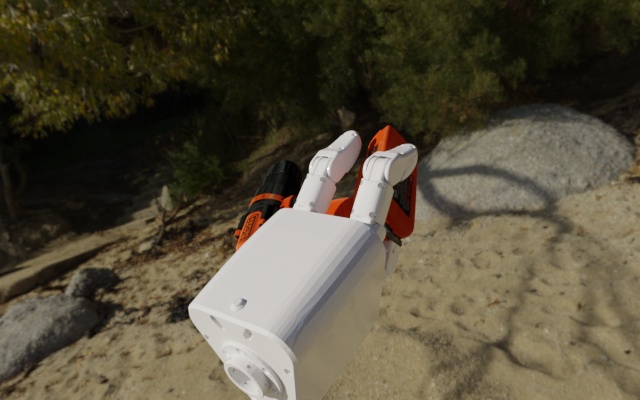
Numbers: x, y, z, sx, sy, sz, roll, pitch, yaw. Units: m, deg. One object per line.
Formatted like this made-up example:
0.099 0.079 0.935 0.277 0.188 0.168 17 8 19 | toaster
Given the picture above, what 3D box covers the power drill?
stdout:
0.000 0.002 0.461 0.188 0.184 0.057 -25 -54 33 | power drill
